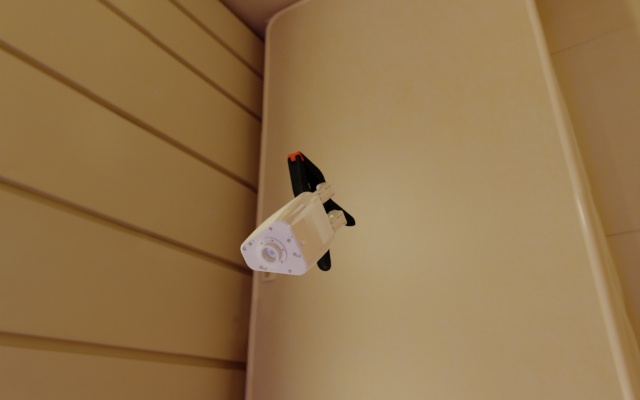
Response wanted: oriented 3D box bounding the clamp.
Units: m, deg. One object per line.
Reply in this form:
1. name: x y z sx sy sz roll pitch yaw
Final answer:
1. clamp: -0.001 0.003 0.882 0.036 0.210 0.164 -16 15 29
